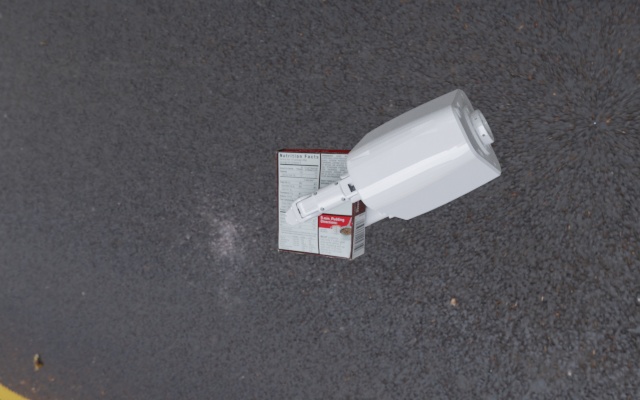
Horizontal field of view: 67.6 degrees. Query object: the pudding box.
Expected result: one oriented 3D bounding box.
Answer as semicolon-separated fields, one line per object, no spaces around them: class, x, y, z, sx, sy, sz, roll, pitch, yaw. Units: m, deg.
pudding box;0.000;0.002;0.505;0.090;0.113;0.039;5;8;25
